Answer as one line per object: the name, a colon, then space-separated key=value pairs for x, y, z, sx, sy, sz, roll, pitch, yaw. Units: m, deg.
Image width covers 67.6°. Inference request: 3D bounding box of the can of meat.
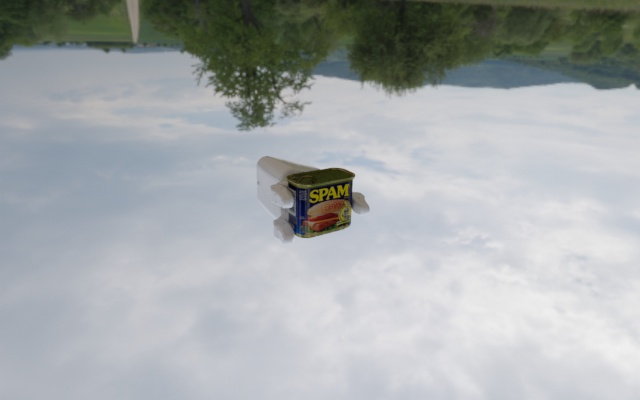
can of meat: x=0.000 y=0.003 z=0.714 sx=0.102 sy=0.084 sz=0.057 roll=-12 pitch=24 yaw=-31
